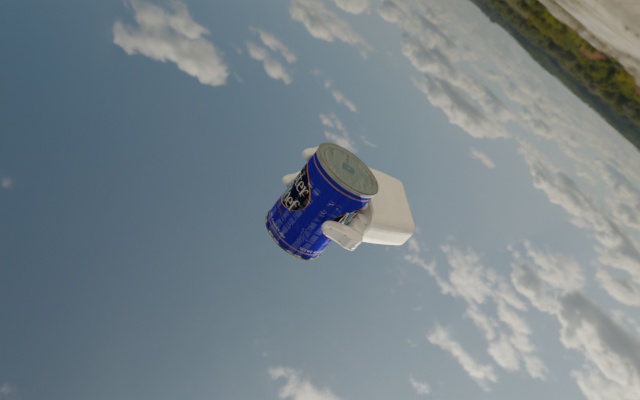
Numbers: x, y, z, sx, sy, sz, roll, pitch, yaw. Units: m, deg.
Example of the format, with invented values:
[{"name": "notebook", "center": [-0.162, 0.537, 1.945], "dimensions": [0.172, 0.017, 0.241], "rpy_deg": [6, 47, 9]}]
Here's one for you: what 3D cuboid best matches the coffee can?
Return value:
[{"name": "coffee can", "center": [0.000, 0.002, 0.685], "dimensions": [0.103, 0.102, 0.140], "rpy_deg": [0, -43, -51]}]
